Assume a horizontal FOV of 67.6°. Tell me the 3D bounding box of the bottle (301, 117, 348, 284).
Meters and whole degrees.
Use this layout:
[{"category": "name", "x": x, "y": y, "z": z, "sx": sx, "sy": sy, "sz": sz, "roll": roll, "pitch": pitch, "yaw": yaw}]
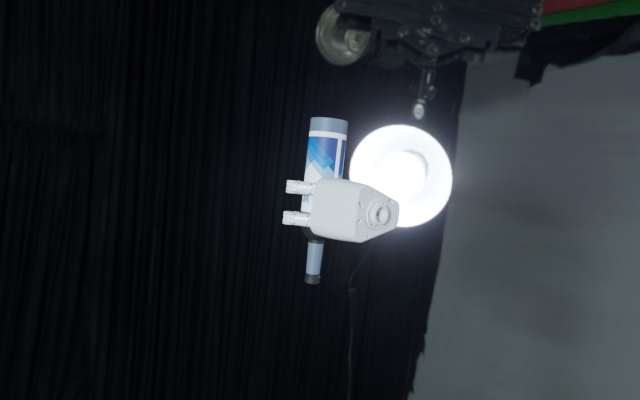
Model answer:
[{"category": "bottle", "x": 0.000, "y": 0.003, "z": 0.858, "sx": 0.069, "sy": 0.296, "sz": 0.069, "roll": 6, "pitch": 2, "yaw": 0}]
